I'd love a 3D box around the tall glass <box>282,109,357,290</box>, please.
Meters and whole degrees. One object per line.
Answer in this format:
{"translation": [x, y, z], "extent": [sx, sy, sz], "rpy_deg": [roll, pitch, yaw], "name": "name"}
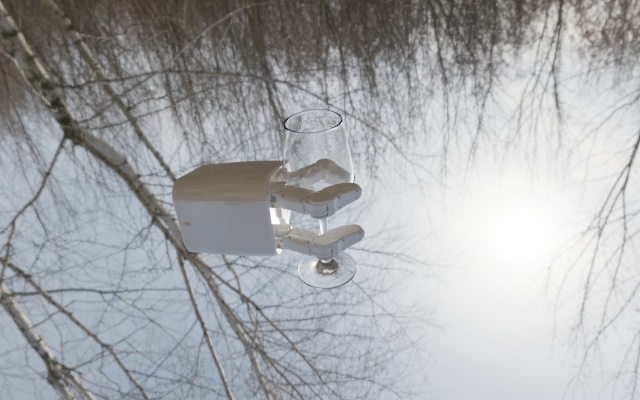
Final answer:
{"translation": [0.000, 0.002, 0.543], "extent": [0.079, 0.201, 0.079], "rpy_deg": [-4, 32, 2], "name": "tall glass"}
